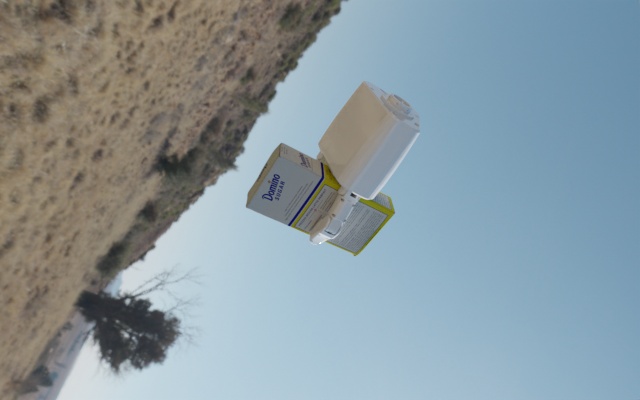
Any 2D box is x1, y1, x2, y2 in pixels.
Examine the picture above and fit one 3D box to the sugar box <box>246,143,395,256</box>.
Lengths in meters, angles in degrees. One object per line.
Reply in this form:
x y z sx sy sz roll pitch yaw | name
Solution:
0.000 0.002 0.637 0.176 0.093 0.048 27 29 -18 | sugar box
